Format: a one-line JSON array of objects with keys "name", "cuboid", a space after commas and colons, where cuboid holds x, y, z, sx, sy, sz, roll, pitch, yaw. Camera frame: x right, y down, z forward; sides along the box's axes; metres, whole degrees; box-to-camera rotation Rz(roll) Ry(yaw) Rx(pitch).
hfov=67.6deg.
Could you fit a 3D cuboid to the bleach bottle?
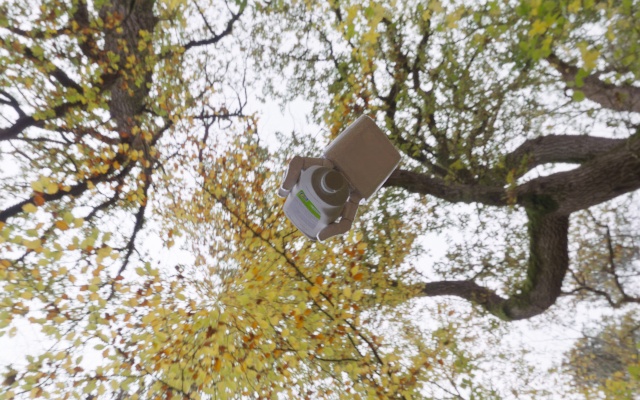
[{"name": "bleach bottle", "cuboid": [0.000, 0.003, 0.791, 0.102, 0.068, 0.251, 44, -17, -1]}]
